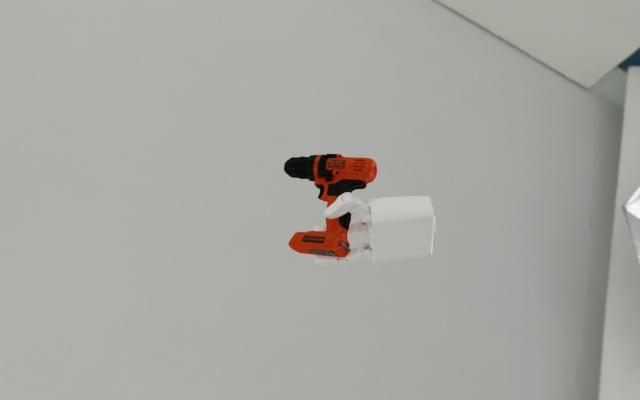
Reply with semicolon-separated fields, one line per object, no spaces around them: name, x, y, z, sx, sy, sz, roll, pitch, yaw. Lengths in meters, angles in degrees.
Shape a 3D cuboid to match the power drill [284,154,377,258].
power drill;0.000;0.003;0.863;0.184;0.187;0.057;3;-20;27
